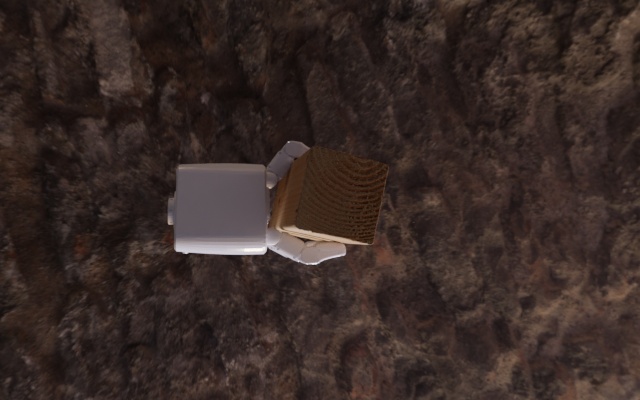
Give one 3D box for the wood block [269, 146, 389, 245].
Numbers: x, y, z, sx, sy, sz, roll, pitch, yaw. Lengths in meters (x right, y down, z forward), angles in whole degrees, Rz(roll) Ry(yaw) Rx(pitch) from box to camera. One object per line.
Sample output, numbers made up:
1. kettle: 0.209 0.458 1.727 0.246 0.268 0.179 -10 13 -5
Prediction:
1. wood block: 0.000 0.002 0.598 0.090 0.091 0.206 13 -7 -12
